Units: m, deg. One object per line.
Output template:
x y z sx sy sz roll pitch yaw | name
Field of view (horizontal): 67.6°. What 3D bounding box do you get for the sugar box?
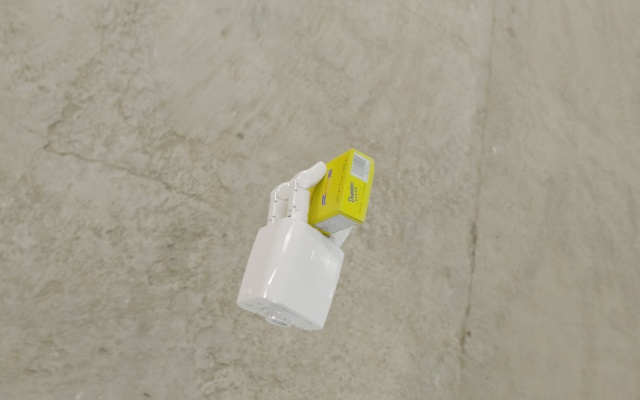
0.000 0.002 0.662 0.048 0.093 0.176 27 -29 -27 | sugar box
